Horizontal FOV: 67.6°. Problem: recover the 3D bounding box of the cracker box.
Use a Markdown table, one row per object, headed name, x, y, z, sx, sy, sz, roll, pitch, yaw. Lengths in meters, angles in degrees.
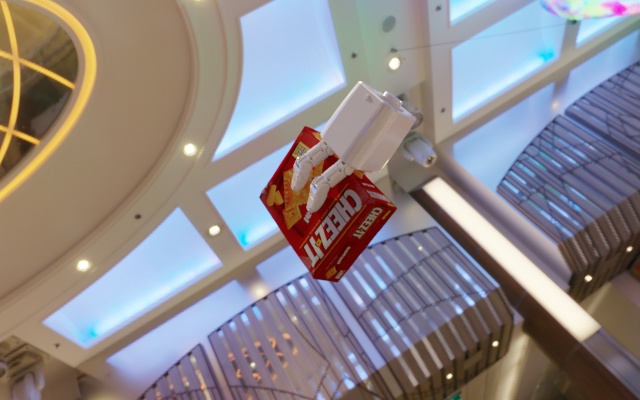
| name | x | y | z | sx | sy | sz | roll | pitch | yaw |
| --- | --- | --- | --- | --- | --- | --- | --- | --- | --- |
| cracker box | 0.000 | 0.003 | 0.800 | 0.072 | 0.164 | 0.213 | 15 | 28 | -46 |
